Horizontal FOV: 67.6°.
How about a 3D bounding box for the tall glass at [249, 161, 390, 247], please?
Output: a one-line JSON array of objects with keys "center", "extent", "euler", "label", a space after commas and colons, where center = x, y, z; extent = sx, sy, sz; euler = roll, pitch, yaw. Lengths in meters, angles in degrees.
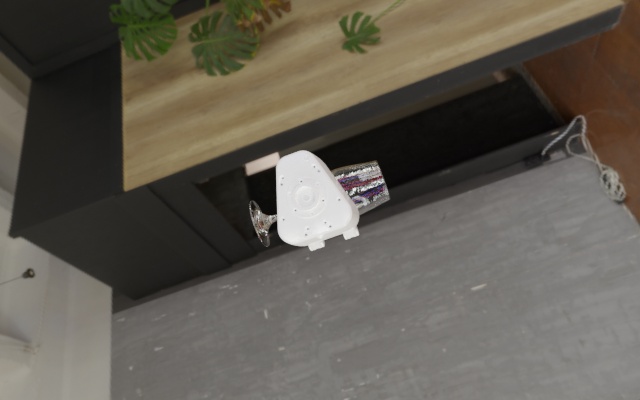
[{"center": [-0.001, 0.003, 0.718], "extent": [0.201, 0.079, 0.079], "euler": [-19, -2, 5], "label": "tall glass"}]
